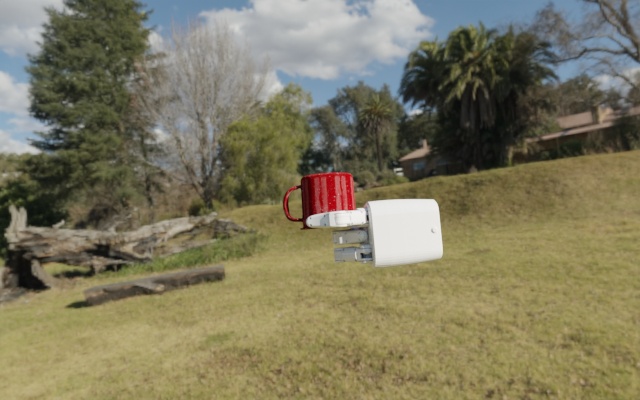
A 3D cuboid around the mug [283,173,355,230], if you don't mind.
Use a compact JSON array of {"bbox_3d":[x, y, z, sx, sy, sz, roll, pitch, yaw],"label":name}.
[{"bbox_3d":[-0.001,0.002,0.737,0.117,0.081,0.093,-4,-3,-8],"label":"mug"}]
